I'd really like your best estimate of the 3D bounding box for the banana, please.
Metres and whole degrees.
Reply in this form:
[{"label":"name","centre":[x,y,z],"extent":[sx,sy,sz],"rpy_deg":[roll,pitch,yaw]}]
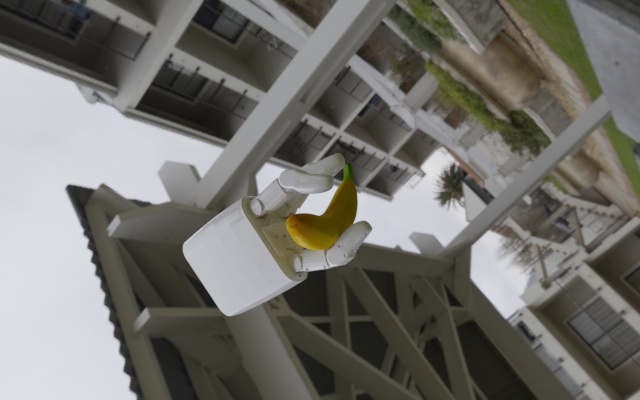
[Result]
[{"label":"banana","centre":[0.008,0.017,0.541],"extent":[0.037,0.069,0.197],"rpy_deg":[-17,13,23]}]
